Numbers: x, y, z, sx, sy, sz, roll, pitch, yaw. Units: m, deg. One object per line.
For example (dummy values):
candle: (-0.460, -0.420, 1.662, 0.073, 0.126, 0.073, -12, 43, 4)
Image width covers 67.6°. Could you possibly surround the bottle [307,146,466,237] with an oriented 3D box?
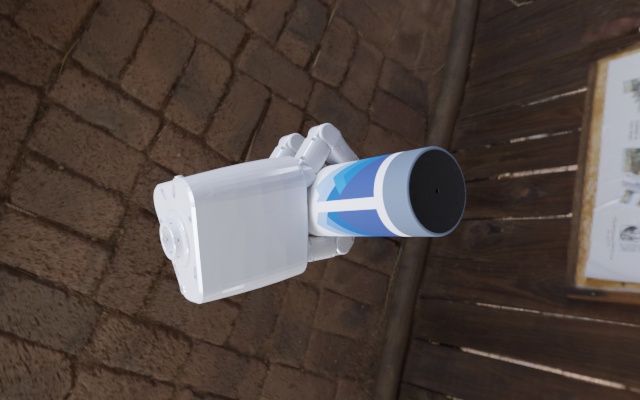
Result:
bottle: (0.000, 0.002, 0.468, 0.069, 0.069, 0.296, 0, -3, -36)
